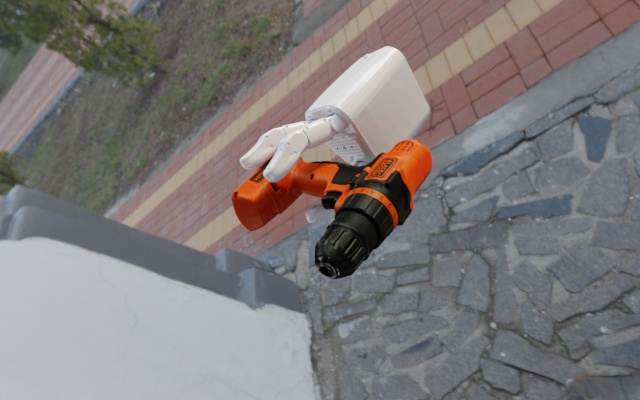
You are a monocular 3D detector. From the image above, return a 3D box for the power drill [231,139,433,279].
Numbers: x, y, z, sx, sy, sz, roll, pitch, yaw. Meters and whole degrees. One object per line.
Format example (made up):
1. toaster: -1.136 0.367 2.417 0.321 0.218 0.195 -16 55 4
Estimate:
1. power drill: 0.000 0.001 0.485 0.187 0.057 0.184 5 37 38
